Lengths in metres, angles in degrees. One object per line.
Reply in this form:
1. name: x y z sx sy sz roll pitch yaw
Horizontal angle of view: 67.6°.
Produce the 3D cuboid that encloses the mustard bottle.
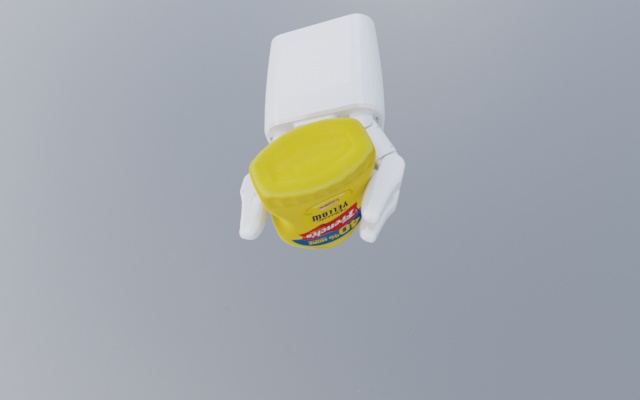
1. mustard bottle: 0.000 0.002 0.440 0.096 0.058 0.192 -26 -21 -6
